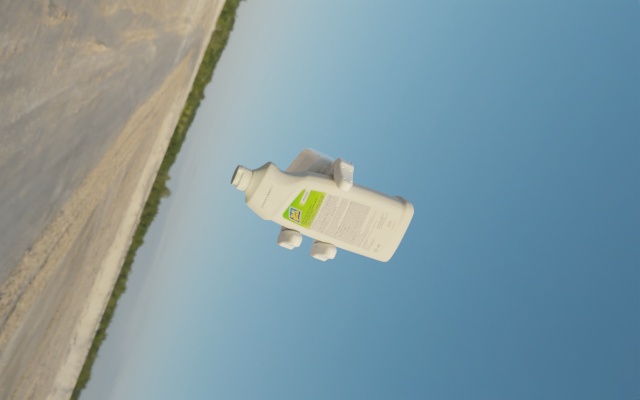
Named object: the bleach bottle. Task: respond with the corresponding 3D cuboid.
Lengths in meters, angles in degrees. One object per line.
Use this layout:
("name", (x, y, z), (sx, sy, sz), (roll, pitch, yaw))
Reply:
("bleach bottle", (0.000, 0.002, 0.671), (0.251, 0.102, 0.068), (22, 10, -19))
